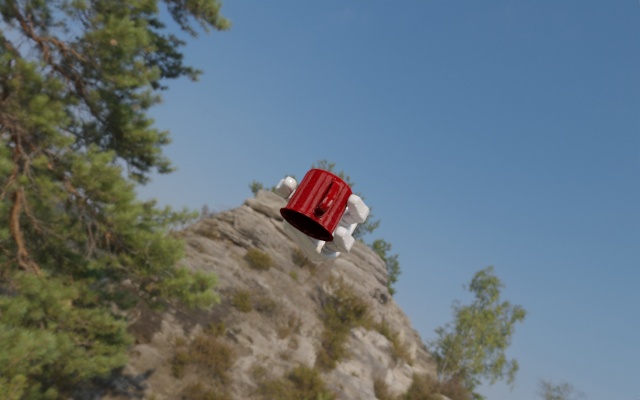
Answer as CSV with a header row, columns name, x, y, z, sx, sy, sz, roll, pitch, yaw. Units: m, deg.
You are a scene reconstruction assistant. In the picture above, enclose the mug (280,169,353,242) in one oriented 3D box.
name,x,y,z,sx,sy,sz,roll,pitch,yaw
mug,0.001,0.002,0.722,0.093,0.081,0.117,32,-19,-5
